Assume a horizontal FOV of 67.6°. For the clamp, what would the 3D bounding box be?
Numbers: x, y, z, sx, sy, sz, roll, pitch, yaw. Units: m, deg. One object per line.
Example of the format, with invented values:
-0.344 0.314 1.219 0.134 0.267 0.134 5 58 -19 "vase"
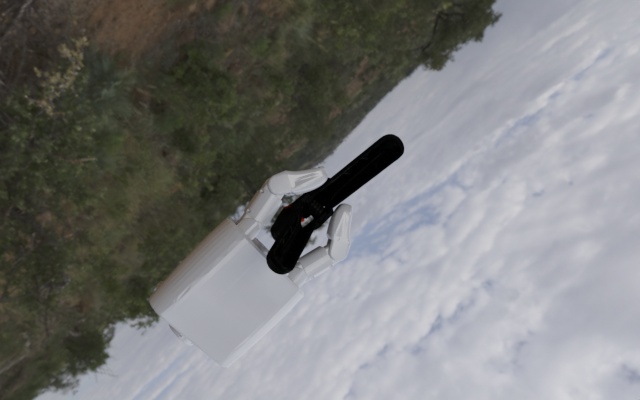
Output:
0.000 0.002 0.500 0.164 0.036 0.210 -44 7 -8 "clamp"
